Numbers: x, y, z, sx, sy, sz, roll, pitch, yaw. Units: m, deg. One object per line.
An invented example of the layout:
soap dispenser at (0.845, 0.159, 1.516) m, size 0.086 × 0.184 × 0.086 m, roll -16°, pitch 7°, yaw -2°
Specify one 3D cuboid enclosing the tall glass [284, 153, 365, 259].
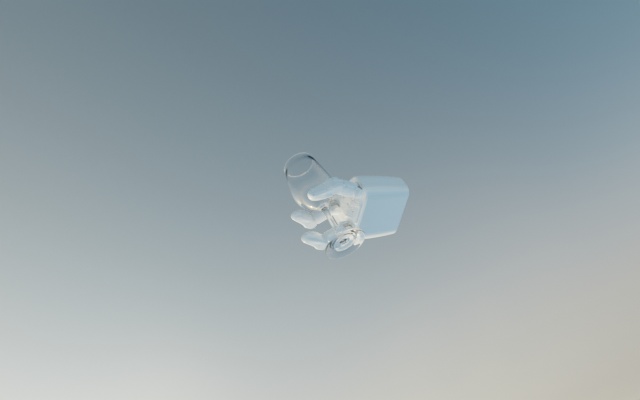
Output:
tall glass at (0.000, 0.003, 0.845) m, size 0.079 × 0.201 × 0.079 m, roll -20°, pitch -37°, yaw -15°
